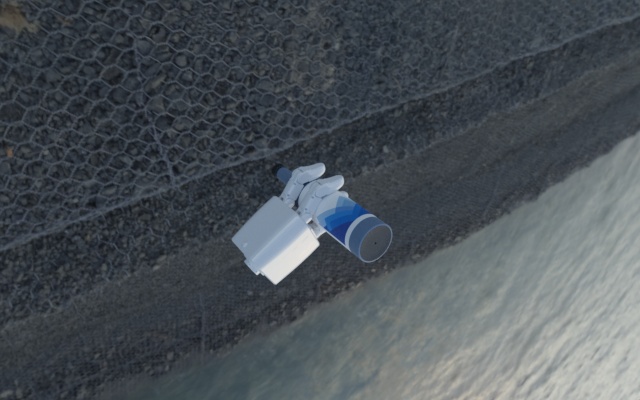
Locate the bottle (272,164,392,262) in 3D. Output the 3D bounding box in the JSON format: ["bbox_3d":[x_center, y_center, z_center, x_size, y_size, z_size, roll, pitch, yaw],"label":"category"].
[{"bbox_3d":[0.000,0.003,0.821,0.069,0.069,0.295,0,25,-39],"label":"bottle"}]
